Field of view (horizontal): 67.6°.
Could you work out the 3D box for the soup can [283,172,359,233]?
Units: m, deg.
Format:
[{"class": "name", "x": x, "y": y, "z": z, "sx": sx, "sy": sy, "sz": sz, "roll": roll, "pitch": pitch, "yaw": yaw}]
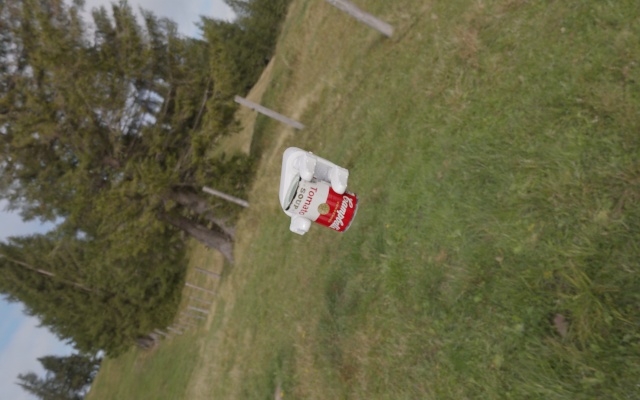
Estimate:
[{"class": "soup can", "x": 0.000, "y": 0.003, "z": 0.754, "sx": 0.102, "sy": 0.068, "sz": 0.068, "roll": 22, "pitch": -6, "yaw": -14}]
